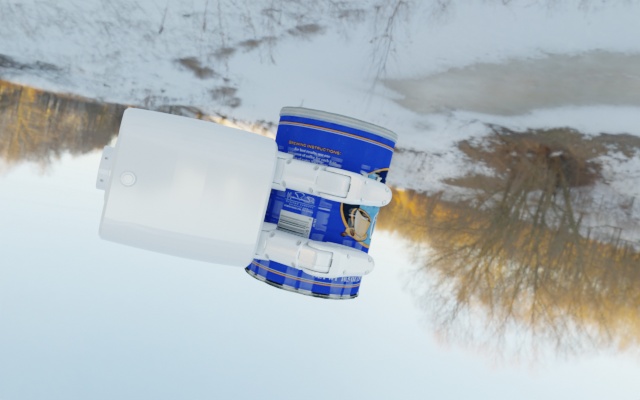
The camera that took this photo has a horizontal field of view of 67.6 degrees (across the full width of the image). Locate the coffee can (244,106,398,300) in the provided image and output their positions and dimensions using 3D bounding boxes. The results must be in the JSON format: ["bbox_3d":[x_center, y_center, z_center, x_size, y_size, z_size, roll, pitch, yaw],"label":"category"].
[{"bbox_3d":[0.000,0.001,0.411,0.103,0.140,0.103,13,3,-1],"label":"coffee can"}]
